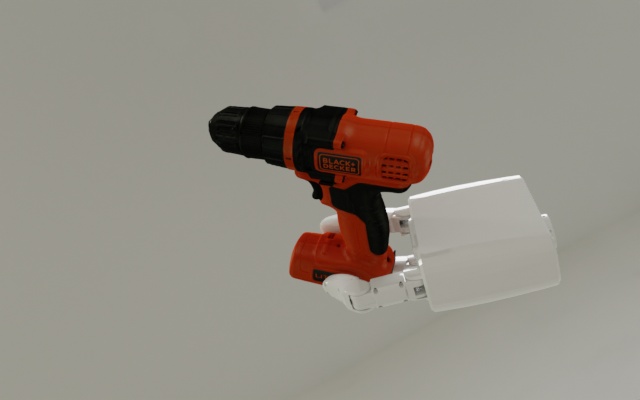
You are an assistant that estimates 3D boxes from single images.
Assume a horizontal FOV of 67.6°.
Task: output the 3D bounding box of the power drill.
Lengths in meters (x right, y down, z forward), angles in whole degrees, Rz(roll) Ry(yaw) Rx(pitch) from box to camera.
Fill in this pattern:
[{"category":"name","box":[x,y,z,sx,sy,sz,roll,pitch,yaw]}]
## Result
[{"category":"power drill","box":[0.000,0.002,0.428,0.184,0.188,0.057,11,48,16]}]
